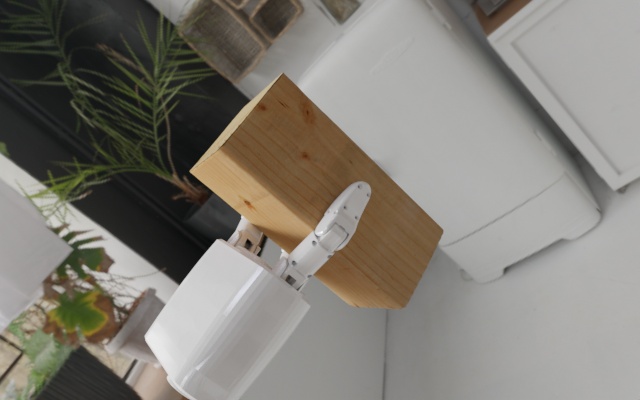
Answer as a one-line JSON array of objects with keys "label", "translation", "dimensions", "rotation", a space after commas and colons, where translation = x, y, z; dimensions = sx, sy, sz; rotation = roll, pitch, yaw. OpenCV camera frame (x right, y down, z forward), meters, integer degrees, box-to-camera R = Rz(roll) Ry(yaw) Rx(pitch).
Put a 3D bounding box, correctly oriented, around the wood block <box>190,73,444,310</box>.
[{"label": "wood block", "translation": [0.000, 0.002, 0.433], "dimensions": [0.206, 0.090, 0.091], "rotation": [42, -26, -17]}]
